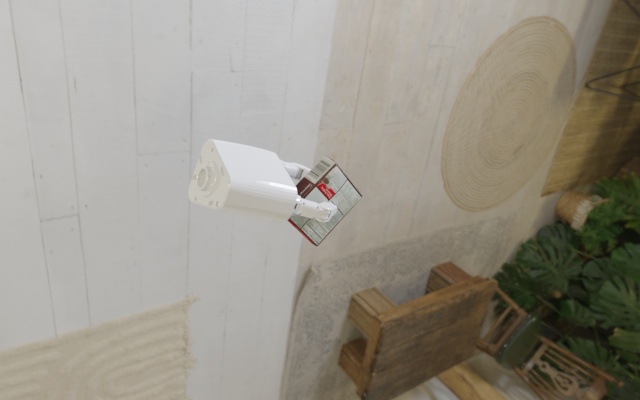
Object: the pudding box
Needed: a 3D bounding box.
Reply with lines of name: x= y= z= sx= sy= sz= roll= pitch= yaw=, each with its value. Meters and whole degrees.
pudding box: x=0.000 y=0.002 z=0.736 sx=0.039 sy=0.113 sz=0.090 roll=38 pitch=-8 yaw=48
